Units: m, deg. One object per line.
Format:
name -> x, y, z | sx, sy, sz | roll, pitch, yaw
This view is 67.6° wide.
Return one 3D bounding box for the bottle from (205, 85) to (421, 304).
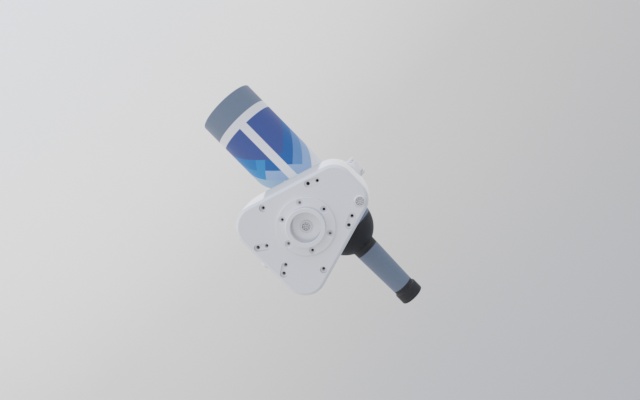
bottle -> 0.000, 0.002, 0.530 | 0.069, 0.296, 0.069 | -45, 2, 2
